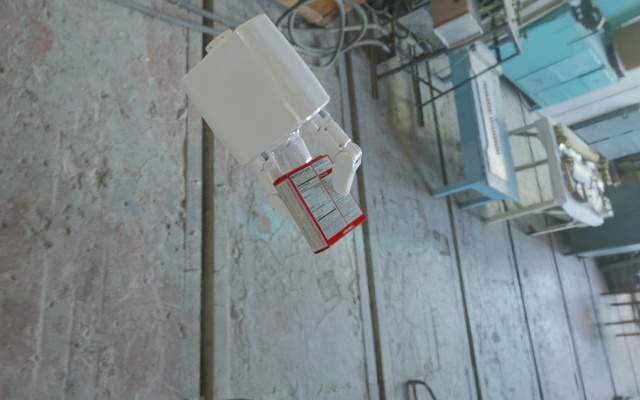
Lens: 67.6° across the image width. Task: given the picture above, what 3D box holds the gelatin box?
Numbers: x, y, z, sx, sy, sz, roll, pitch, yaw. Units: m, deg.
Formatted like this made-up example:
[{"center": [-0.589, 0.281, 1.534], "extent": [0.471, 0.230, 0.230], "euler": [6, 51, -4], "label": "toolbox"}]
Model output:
[{"center": [0.001, 0.002, 0.515], "extent": [0.030, 0.089, 0.073], "euler": [-31, 1, 43], "label": "gelatin box"}]
